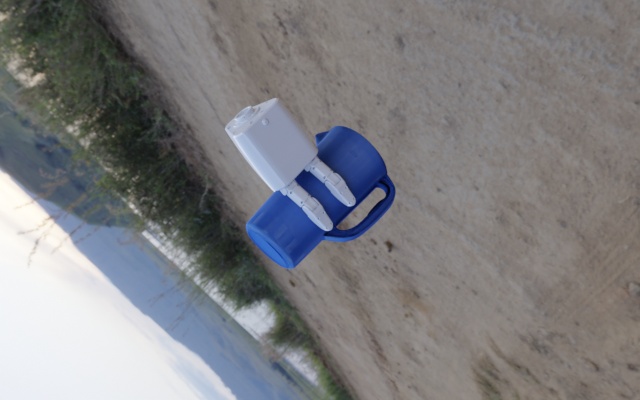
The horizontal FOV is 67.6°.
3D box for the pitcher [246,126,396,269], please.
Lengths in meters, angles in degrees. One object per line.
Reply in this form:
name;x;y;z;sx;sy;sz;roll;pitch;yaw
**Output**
pitcher;0.000;0.003;0.811;0.242;0.145;0.149;-47;28;-19
